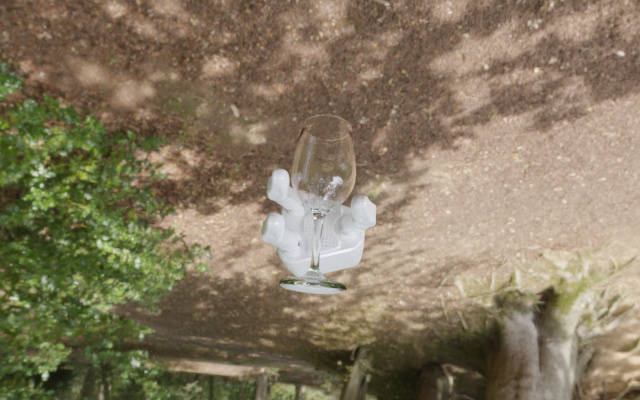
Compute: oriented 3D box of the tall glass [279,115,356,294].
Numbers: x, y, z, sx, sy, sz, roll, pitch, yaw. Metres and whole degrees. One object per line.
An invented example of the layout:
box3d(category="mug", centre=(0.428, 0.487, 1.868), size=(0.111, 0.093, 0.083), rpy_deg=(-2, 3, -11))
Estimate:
box3d(category="tall glass", centre=(0.000, 0.002, 0.555), size=(0.079, 0.201, 0.079), rpy_deg=(5, -21, 2))
